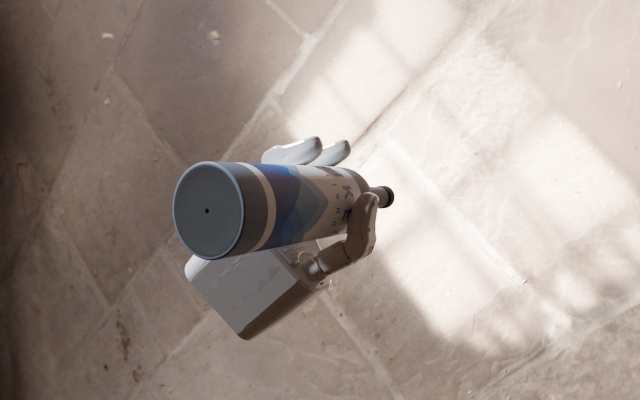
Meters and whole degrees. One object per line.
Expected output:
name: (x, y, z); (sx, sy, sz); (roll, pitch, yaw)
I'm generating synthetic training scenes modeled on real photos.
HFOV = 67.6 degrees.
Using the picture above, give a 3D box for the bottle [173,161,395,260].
bottle: (0.000, 0.001, 0.444); (0.069, 0.069, 0.295); (0, 2, 31)
